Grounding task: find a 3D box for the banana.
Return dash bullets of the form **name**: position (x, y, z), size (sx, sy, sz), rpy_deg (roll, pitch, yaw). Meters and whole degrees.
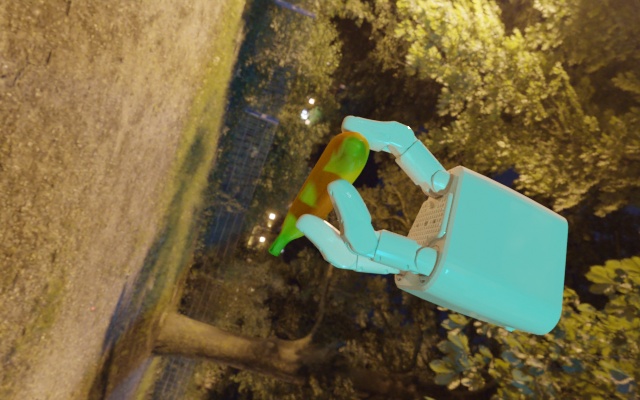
- **banana**: position (0.005, -0.011, 0.429), size (0.037, 0.069, 0.198), rpy_deg (27, -36, -5)
